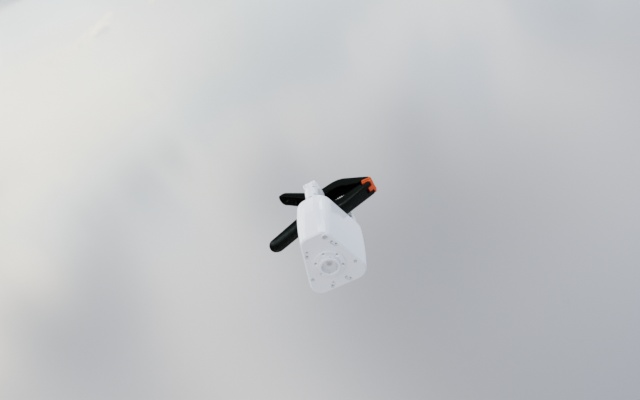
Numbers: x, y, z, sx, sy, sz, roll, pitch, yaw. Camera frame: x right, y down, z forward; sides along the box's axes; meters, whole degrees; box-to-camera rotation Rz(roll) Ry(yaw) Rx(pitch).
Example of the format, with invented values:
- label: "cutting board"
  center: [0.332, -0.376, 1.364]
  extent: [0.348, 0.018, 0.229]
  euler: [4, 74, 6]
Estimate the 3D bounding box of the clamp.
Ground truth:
- label: "clamp"
  center: [0.000, 0.002, 0.881]
  extent: [0.210, 0.036, 0.164]
  euler: [-26, 31, 11]
